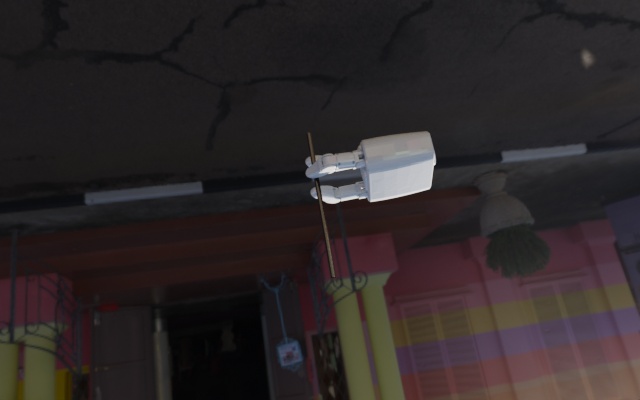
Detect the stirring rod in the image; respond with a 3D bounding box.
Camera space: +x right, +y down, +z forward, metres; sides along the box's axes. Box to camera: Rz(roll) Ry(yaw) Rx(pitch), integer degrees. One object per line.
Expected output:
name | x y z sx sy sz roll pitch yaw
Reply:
stirring rod | 0.000 0.002 0.751 0.011 0.239 0.011 -9 -18 -3
